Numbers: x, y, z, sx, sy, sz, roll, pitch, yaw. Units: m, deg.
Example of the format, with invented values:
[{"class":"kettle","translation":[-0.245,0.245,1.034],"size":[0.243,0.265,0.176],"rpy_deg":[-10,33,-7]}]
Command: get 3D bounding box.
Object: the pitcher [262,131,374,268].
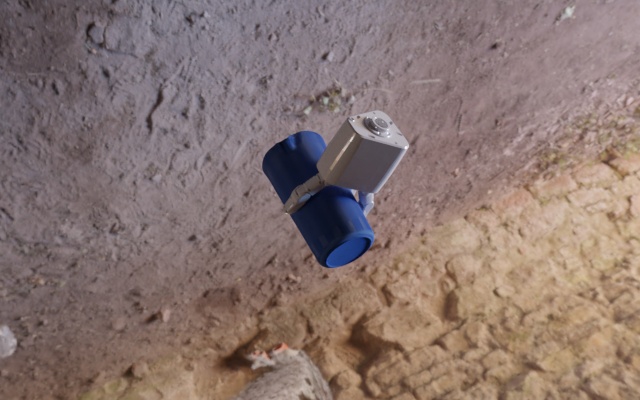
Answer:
[{"class":"pitcher","translation":[0.000,0.003,0.882],"size":[0.149,0.242,0.145],"rpy_deg":[-2,-40,-38]}]
